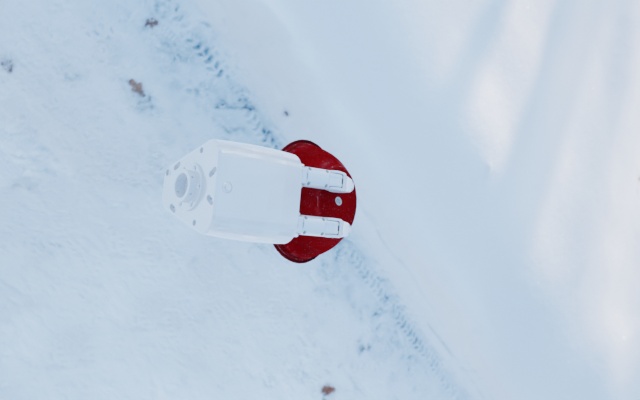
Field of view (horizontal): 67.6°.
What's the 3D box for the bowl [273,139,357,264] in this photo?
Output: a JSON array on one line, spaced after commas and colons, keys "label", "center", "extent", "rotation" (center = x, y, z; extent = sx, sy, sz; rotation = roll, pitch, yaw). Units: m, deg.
[{"label": "bowl", "center": [0.001, 0.002, 0.610], "extent": [0.055, 0.162, 0.162], "rotation": [2, 1, 35]}]
